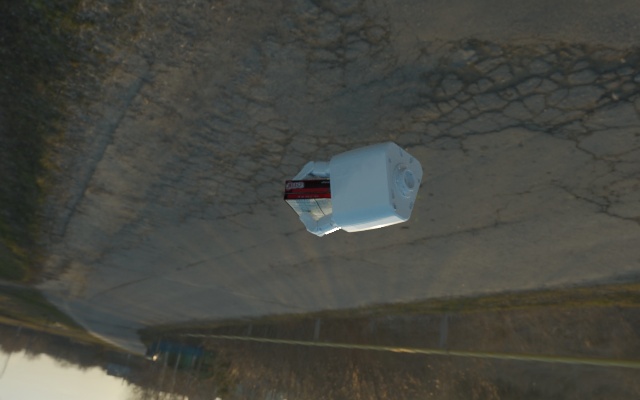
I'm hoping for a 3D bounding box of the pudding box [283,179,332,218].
[{"bbox_3d":[0.000,0.003,0.785,0.090,0.039,0.113,0,-24,17],"label":"pudding box"}]
